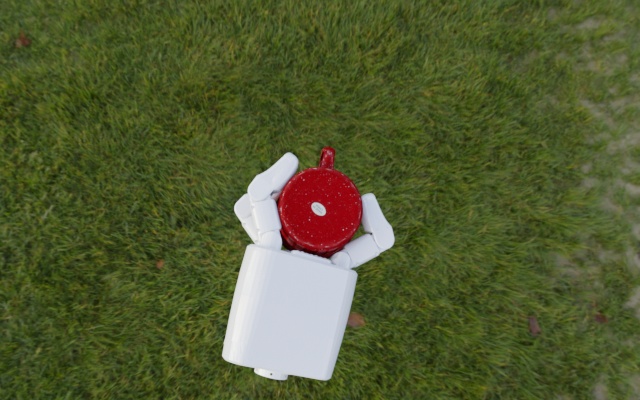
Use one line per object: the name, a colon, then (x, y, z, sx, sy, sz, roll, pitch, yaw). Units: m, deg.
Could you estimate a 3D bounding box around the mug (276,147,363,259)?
mug: (0.000, 0.000, 0.490, 0.093, 0.117, 0.081, 13, -11, -3)
